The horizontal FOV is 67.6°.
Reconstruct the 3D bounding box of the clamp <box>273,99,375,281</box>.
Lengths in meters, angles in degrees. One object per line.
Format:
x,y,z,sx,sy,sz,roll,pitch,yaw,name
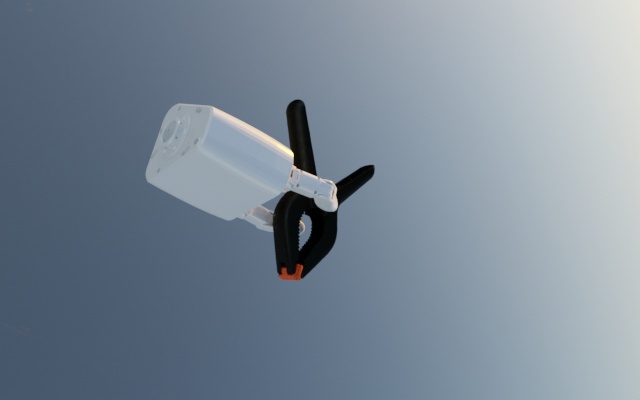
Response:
0.000,0.002,0.593,0.036,0.210,0.164,-8,-27,45,clamp
